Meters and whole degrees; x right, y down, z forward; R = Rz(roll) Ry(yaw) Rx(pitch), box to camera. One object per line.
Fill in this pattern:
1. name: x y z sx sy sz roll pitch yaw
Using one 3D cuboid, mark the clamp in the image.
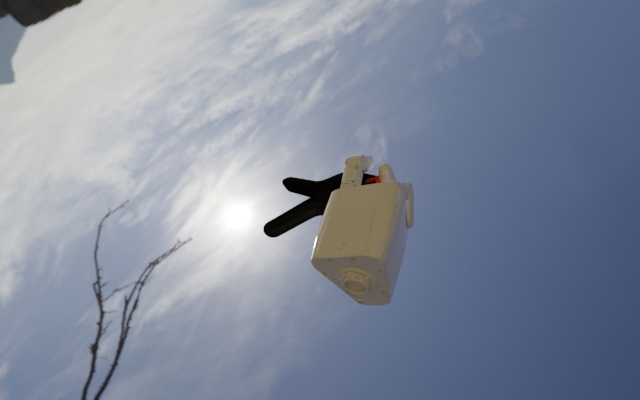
1. clamp: 0.001 0.002 0.662 0.171 0.120 0.039 -8 -46 31
